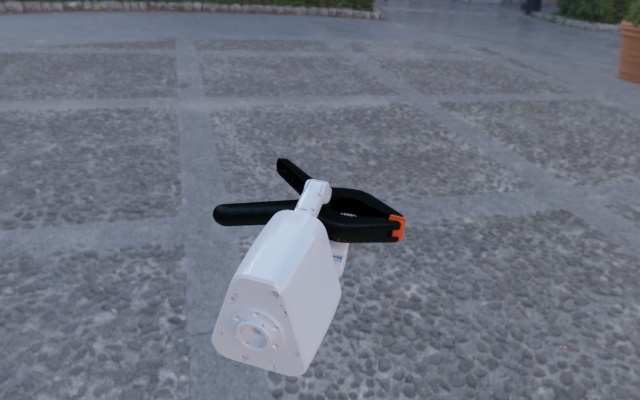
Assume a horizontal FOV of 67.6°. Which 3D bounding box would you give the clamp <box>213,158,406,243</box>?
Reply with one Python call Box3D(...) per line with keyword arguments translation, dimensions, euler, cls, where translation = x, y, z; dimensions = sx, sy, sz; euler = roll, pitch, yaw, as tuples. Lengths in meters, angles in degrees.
Box3D(translation=(0.001, 0.001, 0.578), dimensions=(0.210, 0.036, 0.164), euler=(12, 32, 13), cls="clamp")
